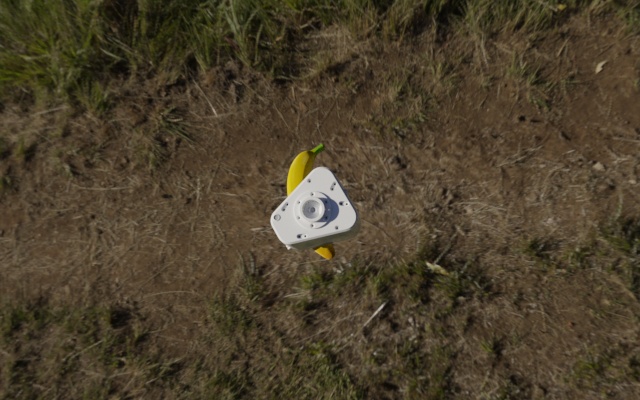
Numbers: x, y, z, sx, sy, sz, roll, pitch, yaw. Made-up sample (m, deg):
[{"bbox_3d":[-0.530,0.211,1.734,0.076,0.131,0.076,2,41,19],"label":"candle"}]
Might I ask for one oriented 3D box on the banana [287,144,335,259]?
[{"bbox_3d":[-0.019,0.001,0.790,0.069,0.197,0.037,-6,-10,2],"label":"banana"}]
